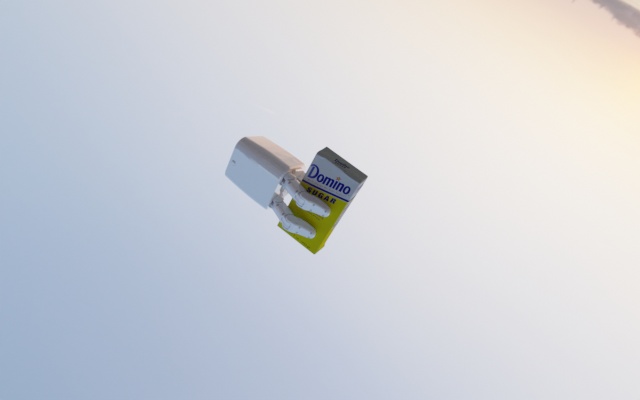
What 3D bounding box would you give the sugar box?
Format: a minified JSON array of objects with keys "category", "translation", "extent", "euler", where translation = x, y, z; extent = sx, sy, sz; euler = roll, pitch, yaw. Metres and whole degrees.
[{"category":"sugar box","translation":[0.000,0.003,0.844],"extent":[0.093,0.176,0.048],"euler":[36,35,10]}]
